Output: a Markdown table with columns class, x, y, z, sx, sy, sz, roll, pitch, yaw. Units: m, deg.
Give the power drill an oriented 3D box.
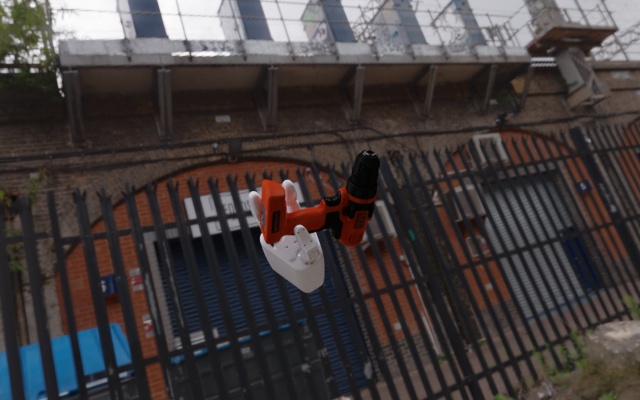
| class | x | y | z | sx | sy | sz | roll | pitch | yaw |
| --- | --- | --- | --- | --- | --- | --- | --- | --- | --- |
| power drill | 0.000 | 0.003 | 0.771 | 0.187 | 0.185 | 0.057 | -2 | 35 | -17 |
